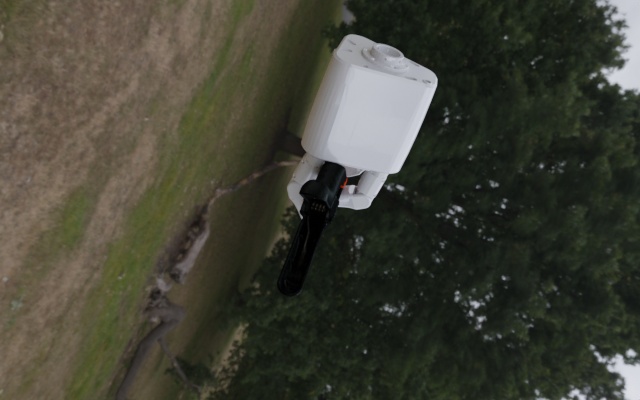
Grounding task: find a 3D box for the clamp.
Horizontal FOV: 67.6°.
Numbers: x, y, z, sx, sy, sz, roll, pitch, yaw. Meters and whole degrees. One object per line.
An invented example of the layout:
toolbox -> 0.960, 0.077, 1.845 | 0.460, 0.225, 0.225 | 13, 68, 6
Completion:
clamp -> 0.001, 0.002, 0.480 | 0.039, 0.120, 0.171 | 21, 37, 0
